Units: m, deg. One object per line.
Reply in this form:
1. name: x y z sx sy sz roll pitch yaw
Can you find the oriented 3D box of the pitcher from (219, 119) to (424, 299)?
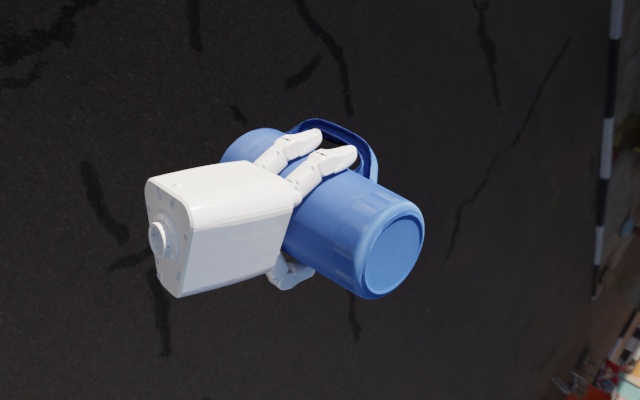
1. pitcher: 0.000 0.002 0.551 0.145 0.149 0.242 -14 30 -40
